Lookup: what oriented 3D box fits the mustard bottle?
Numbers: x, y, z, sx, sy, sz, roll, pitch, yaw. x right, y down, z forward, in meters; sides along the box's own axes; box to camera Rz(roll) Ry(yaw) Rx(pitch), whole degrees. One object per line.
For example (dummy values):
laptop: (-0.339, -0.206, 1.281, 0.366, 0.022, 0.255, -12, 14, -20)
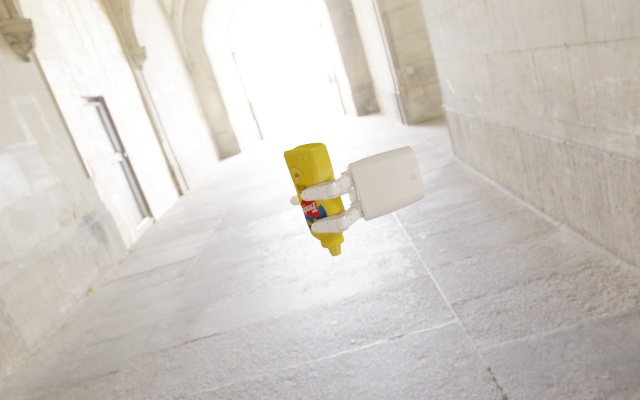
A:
mustard bottle: (0.000, 0.002, 0.782, 0.058, 0.192, 0.096, -26, 17, -29)
